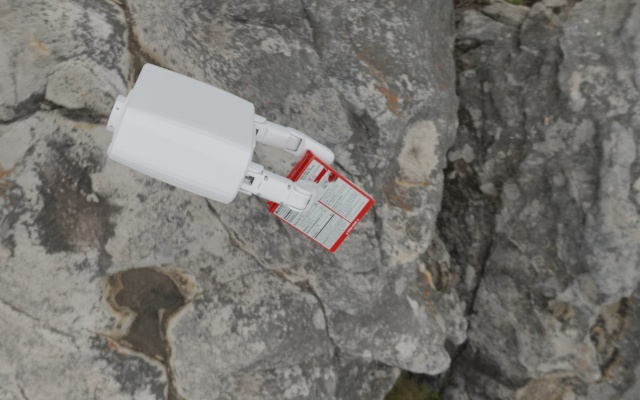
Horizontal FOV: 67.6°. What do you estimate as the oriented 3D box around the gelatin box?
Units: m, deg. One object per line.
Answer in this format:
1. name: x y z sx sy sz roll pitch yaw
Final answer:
1. gelatin box: 0.000 0.002 0.500 0.089 0.073 0.030 35 8 -22
